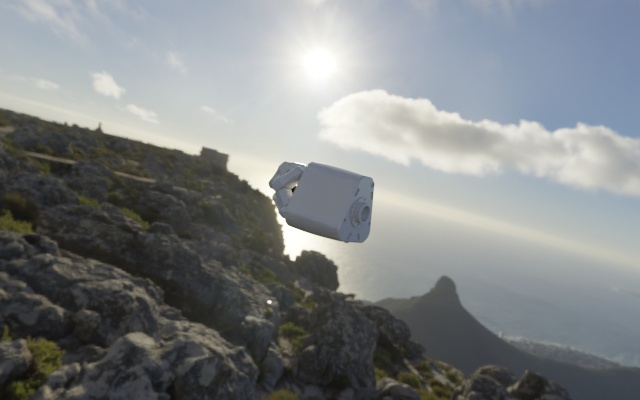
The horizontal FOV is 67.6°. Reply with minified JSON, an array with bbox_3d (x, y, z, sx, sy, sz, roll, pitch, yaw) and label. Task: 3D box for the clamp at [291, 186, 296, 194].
[{"bbox_3d":[0.000,0.002,0.857,0.120,0.039,0.171,16,3,36],"label":"clamp"}]
